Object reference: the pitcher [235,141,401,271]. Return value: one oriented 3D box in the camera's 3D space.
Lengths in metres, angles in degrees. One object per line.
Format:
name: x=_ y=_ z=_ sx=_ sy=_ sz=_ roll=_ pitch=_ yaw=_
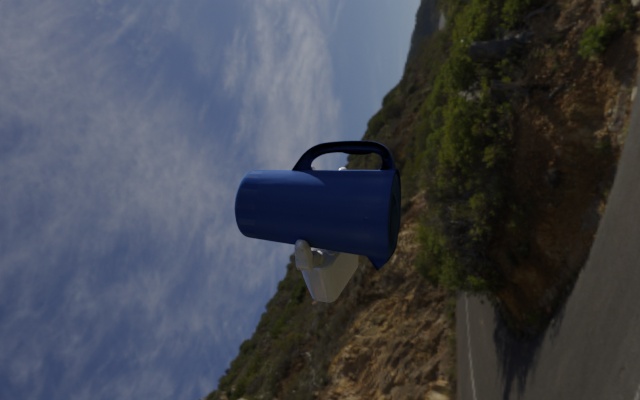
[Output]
pitcher: x=0.000 y=0.003 z=0.726 sx=0.243 sy=0.149 sz=0.145 roll=4 pitch=-42 yaw=16
